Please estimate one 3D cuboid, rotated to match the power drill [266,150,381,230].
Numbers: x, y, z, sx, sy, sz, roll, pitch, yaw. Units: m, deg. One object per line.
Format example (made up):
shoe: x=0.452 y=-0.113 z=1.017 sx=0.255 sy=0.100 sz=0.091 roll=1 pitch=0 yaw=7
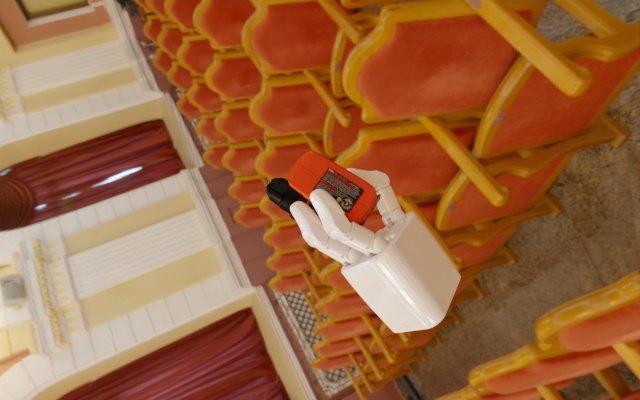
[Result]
power drill: x=0.000 y=0.002 z=0.640 sx=0.184 sy=0.057 sz=0.188 roll=31 pitch=-14 yaw=8
